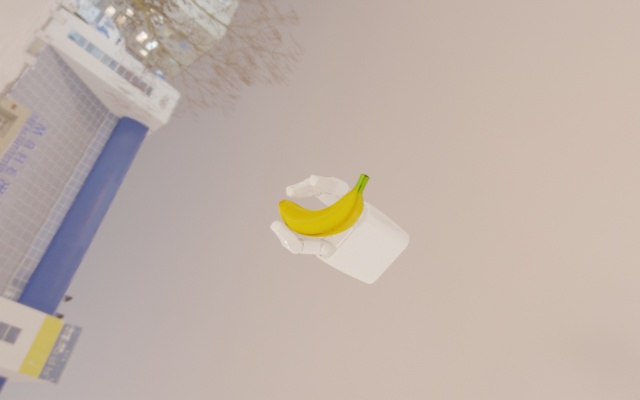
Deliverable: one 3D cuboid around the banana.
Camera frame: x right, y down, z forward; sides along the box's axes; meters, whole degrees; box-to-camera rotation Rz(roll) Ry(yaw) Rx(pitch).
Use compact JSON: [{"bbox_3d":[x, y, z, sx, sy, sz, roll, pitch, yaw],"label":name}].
[{"bbox_3d":[-0.002,0.018,0.653,0.037,0.069,0.198,30,-27,-31],"label":"banana"}]
